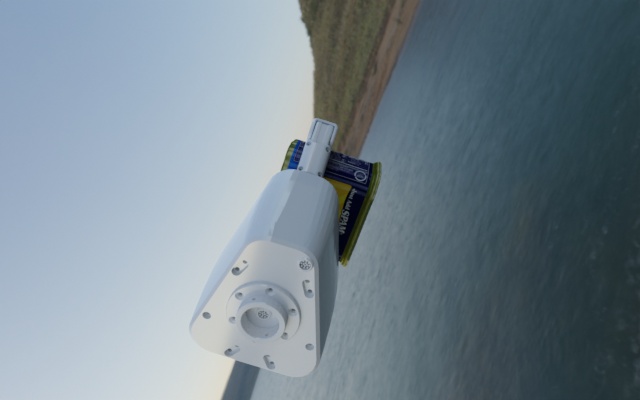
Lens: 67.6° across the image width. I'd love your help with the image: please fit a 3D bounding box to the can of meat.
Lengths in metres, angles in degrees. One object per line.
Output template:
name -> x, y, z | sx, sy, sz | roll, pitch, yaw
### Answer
can of meat -> 0.000, 0.001, 0.443 | 0.084, 0.102, 0.057 | 18, 30, -2
